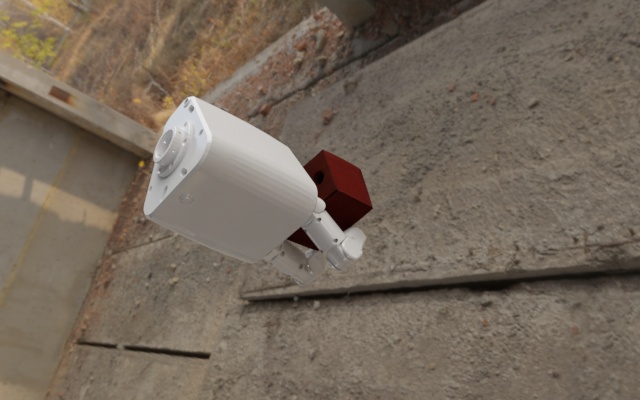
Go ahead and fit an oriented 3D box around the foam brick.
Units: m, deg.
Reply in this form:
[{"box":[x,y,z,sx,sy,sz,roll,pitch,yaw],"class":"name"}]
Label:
[{"box":[0.000,0.001,0.449,0.051,0.053,0.078,27,-55,-39],"class":"foam brick"}]
